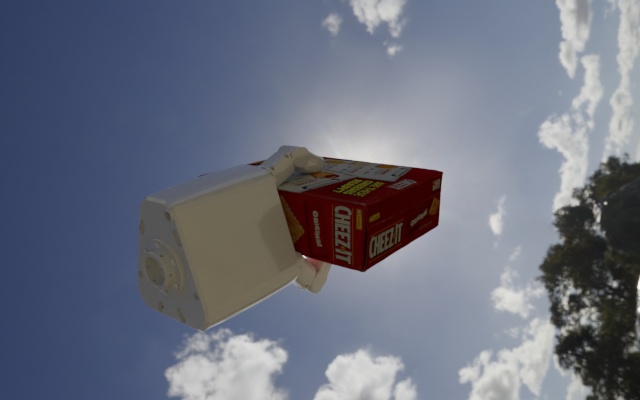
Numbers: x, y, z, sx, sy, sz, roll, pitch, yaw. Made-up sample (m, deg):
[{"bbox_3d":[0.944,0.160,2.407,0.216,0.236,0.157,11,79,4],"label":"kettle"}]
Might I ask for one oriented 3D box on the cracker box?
[{"bbox_3d":[0.000,0.002,0.521,0.213,0.072,0.164,11,20,35],"label":"cracker box"}]
